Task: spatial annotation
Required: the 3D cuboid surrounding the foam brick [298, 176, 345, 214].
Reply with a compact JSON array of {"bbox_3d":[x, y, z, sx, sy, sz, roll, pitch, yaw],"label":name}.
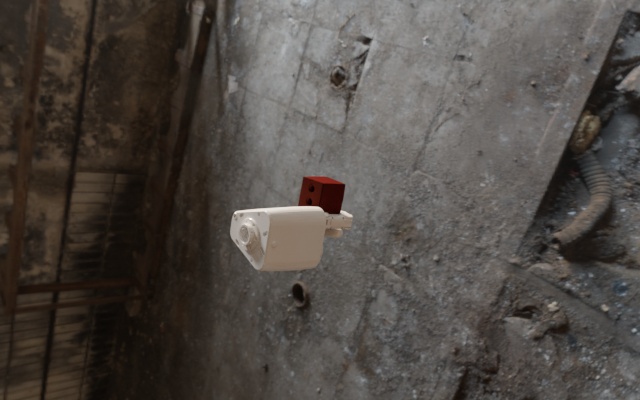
[{"bbox_3d":[0.000,0.002,0.788,0.051,0.078,0.053,1,13,-41],"label":"foam brick"}]
